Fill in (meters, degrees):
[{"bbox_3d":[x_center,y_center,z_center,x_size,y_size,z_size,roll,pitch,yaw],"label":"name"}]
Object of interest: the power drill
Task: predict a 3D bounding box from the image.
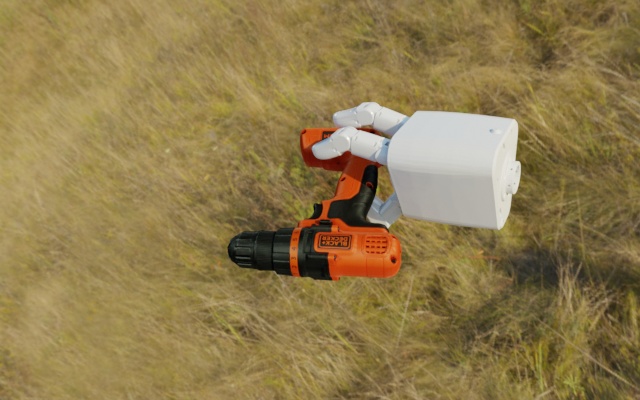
[{"bbox_3d":[0.000,0.001,0.542,0.184,0.187,0.057,3,-35,9],"label":"power drill"}]
